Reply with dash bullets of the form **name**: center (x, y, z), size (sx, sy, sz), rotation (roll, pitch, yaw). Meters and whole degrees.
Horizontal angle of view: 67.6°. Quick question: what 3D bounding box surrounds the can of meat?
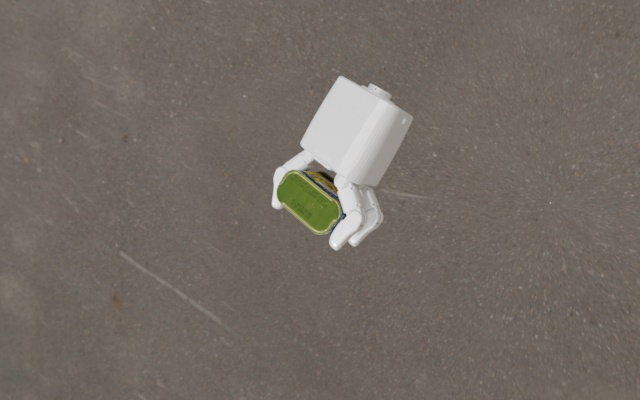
- **can of meat**: center (0.000, 0.002, 0.644), size (0.102, 0.057, 0.084), rotation (39, 15, 21)
